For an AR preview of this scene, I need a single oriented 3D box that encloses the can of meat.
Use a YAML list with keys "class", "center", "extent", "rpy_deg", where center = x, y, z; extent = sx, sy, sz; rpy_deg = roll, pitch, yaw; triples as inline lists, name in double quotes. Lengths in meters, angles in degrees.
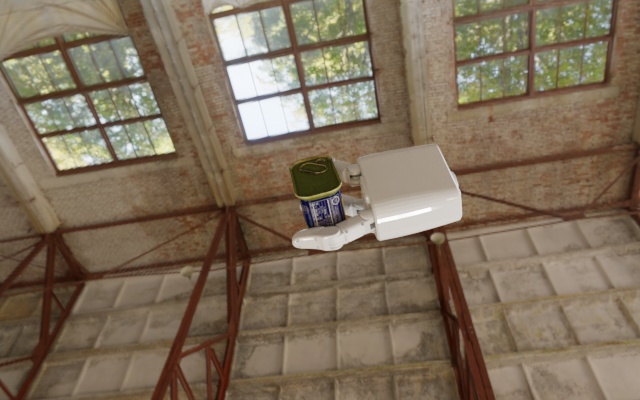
- class: "can of meat"
  center: [0.000, 0.002, 0.614]
  extent: [0.057, 0.084, 0.102]
  rpy_deg: [-15, 31, -2]
